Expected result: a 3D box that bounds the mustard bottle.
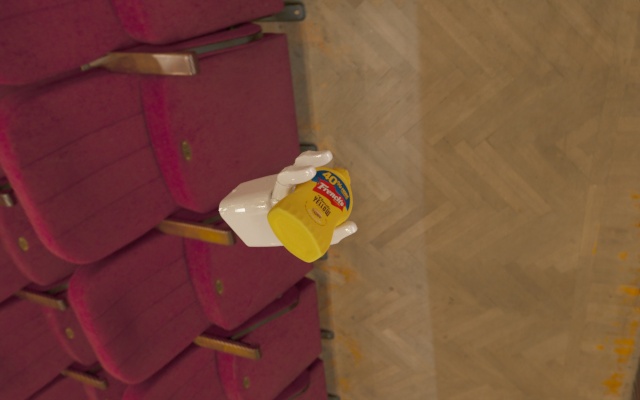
[{"bbox_3d":[0.000,0.002,0.728,0.058,0.096,0.191,-37,9,39],"label":"mustard bottle"}]
